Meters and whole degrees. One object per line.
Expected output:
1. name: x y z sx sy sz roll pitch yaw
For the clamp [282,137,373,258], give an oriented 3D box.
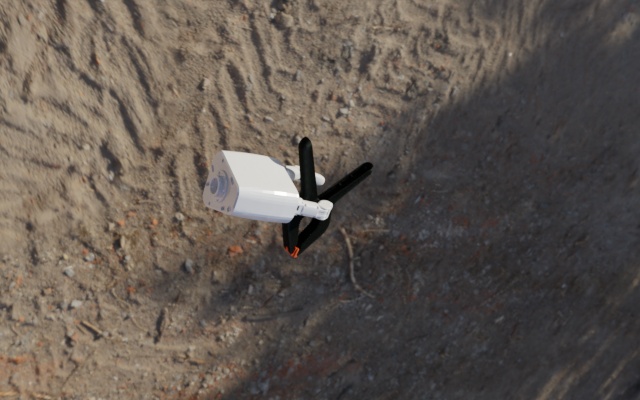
1. clamp: 0.000 0.004 0.825 0.164 0.210 0.036 8 21 -37
